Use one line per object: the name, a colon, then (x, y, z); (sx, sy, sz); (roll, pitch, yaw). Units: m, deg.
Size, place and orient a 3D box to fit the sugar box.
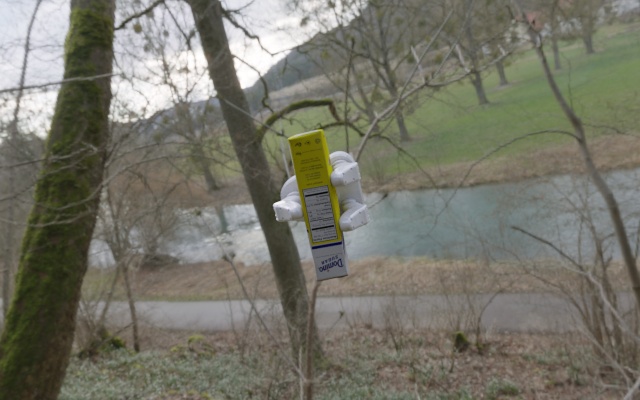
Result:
sugar box: (0.001, 0.002, 0.599); (0.048, 0.176, 0.093); (-13, 9, 5)
